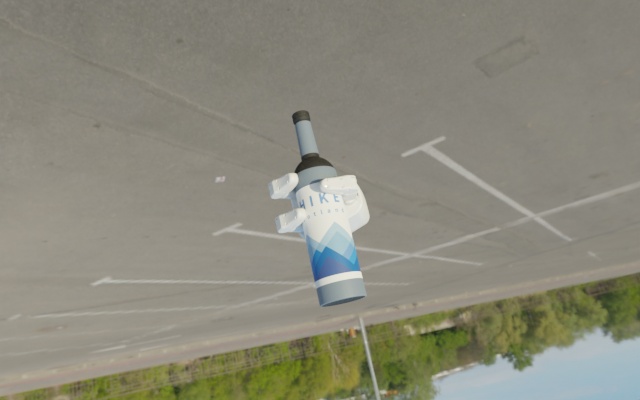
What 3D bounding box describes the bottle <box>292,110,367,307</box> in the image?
[{"bbox_3d":[0.000,0.003,0.701,0.069,0.295,0.069,-12,-18,-4],"label":"bottle"}]
